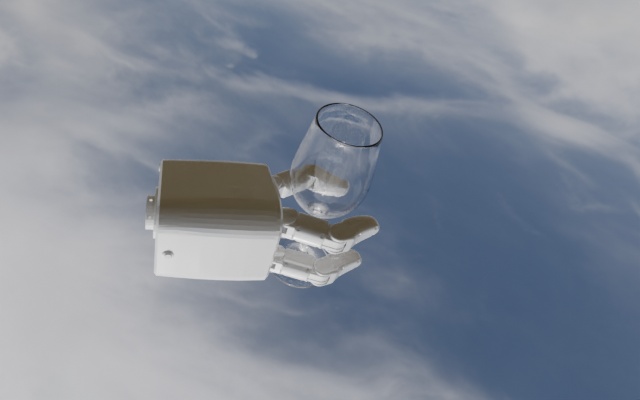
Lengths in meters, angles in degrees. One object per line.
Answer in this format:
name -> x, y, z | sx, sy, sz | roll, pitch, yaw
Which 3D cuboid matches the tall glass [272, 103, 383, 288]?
tall glass -> 0.000, 0.002, 0.481 | 0.079, 0.079, 0.201 | 0, -43, -21
